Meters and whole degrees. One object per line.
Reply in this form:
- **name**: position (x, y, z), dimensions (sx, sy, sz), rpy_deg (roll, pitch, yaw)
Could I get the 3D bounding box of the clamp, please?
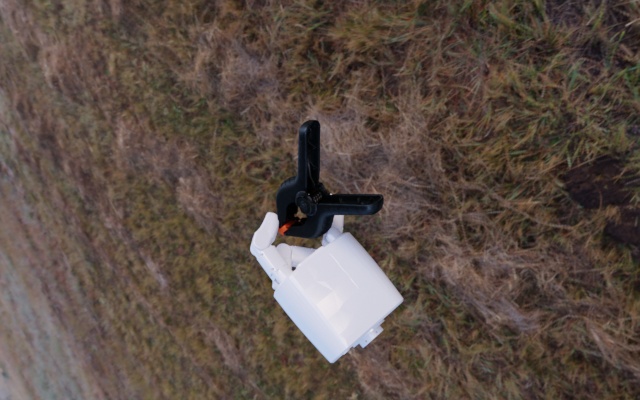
- **clamp**: position (0.000, 0.002, 0.547), dimensions (0.039, 0.120, 0.172), rpy_deg (-30, -19, -34)
